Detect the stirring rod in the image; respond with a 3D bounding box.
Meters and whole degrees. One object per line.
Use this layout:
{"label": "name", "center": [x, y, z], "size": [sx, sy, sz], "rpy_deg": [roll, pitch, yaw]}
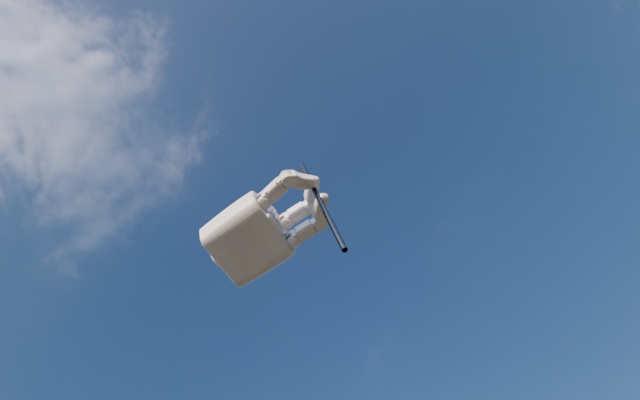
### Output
{"label": "stirring rod", "center": [0.000, 0.002, 0.693], "size": [0.011, 0.011, 0.239], "rpy_deg": [0, 30, -17]}
